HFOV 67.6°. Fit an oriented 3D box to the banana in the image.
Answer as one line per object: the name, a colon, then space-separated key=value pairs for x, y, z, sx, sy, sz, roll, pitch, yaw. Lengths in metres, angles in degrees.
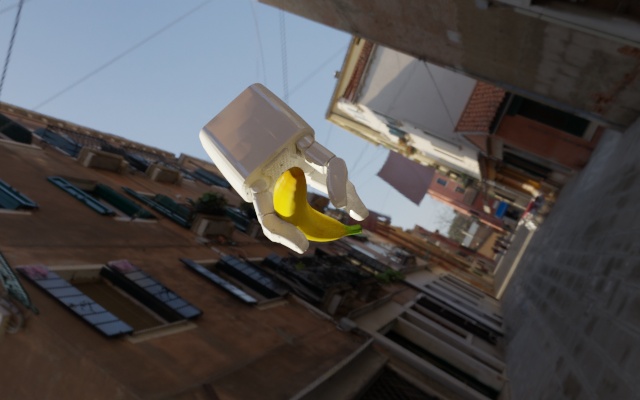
banana: x=-0.015 y=0.012 z=0.560 sx=0.069 sy=0.037 sz=0.198 roll=-29 pitch=-28 yaw=12
